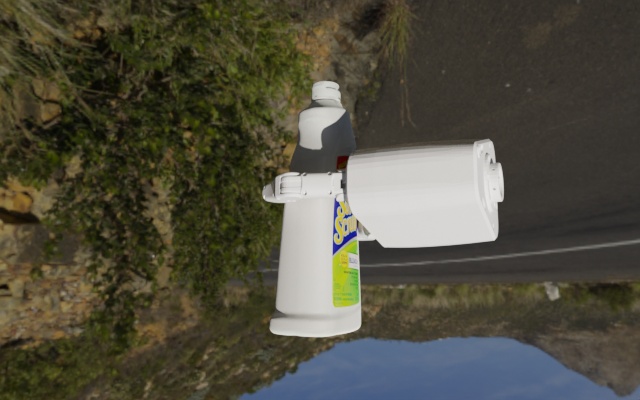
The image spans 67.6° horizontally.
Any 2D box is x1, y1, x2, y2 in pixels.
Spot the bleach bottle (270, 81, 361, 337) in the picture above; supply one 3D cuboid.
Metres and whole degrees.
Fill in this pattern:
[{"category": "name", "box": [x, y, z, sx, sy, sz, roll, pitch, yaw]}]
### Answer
[{"category": "bleach bottle", "box": [0.000, 0.002, 0.477, 0.068, 0.250, 0.102, -4, -10, 26]}]
